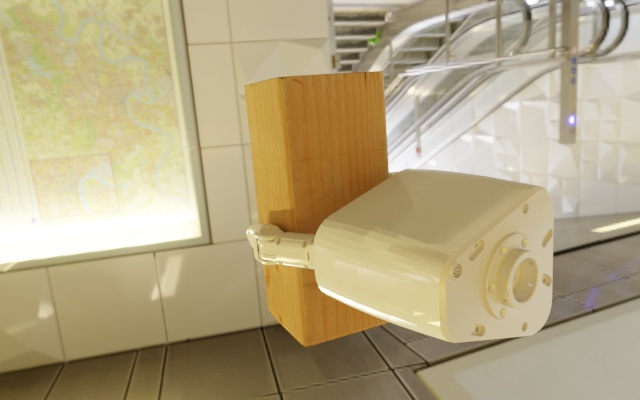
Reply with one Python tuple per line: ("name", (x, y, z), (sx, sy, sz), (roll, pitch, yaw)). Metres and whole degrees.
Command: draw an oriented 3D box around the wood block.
("wood block", (0.000, 0.002, 0.406), (0.091, 0.206, 0.090), (-10, 12, -24))
